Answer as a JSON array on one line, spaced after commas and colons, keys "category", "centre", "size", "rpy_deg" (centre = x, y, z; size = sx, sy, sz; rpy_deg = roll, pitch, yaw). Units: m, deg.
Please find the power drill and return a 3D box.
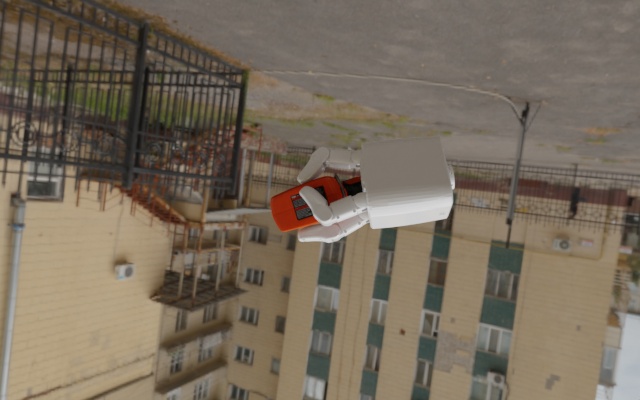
[{"category": "power drill", "centre": [0.000, 0.002, 0.727], "size": [0.184, 0.057, 0.187], "rpy_deg": [-21, -2, 22]}]
